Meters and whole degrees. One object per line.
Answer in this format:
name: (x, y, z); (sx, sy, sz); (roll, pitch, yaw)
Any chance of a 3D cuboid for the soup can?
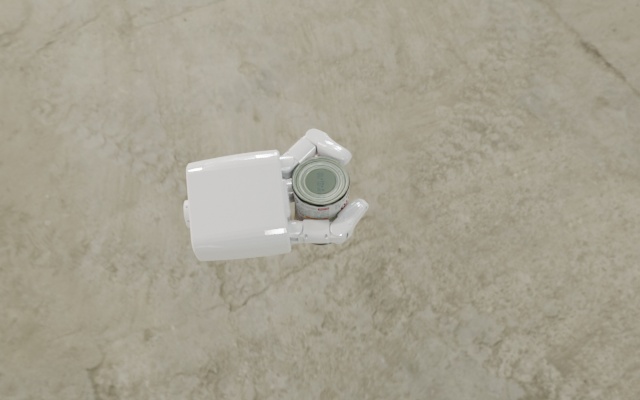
soup can: (0.001, 0.002, 0.574); (0.068, 0.068, 0.102); (0, -30, 0)
